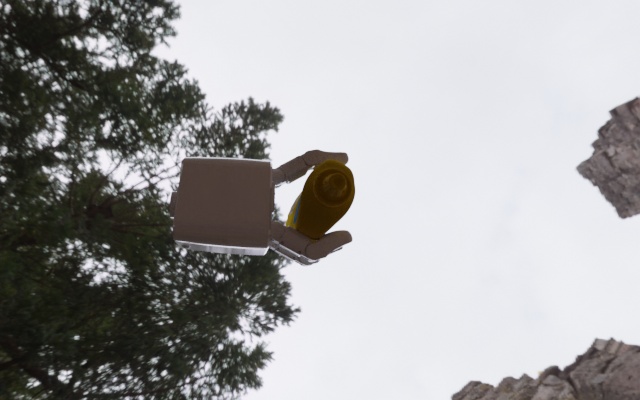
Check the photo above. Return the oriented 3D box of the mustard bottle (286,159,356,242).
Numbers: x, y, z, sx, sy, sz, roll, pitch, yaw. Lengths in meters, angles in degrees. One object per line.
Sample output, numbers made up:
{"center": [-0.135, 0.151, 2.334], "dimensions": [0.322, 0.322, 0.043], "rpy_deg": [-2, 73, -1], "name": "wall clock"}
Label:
{"center": [0.000, 0.002, 0.573], "dimensions": [0.058, 0.096, 0.192], "rpy_deg": [28, -16, -3], "name": "mustard bottle"}
